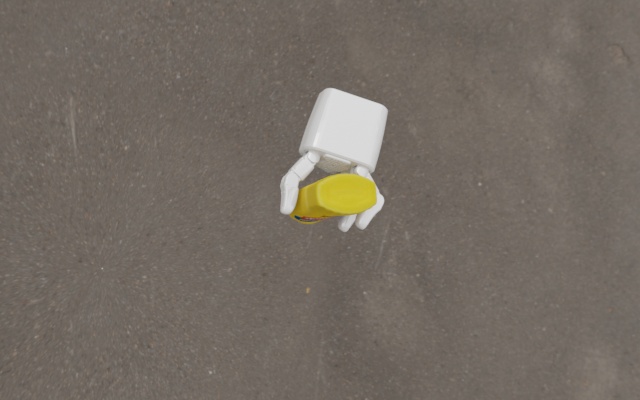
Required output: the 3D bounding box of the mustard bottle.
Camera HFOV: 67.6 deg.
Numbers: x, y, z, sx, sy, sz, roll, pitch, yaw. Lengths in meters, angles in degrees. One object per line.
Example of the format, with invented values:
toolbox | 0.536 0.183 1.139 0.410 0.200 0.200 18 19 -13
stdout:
mustard bottle | 0.000 0.003 0.736 0.096 0.058 0.191 -4 -6 -25
